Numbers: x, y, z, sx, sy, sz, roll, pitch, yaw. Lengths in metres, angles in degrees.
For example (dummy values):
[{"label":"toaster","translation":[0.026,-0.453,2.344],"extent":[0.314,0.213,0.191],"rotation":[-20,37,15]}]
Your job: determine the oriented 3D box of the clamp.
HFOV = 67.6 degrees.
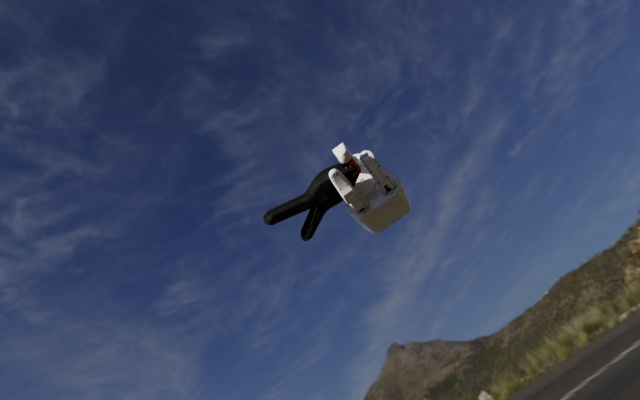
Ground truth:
[{"label":"clamp","translation":[0.000,0.002,0.782],"extent":[0.171,0.039,0.120],"rotation":[-36,-29,7]}]
